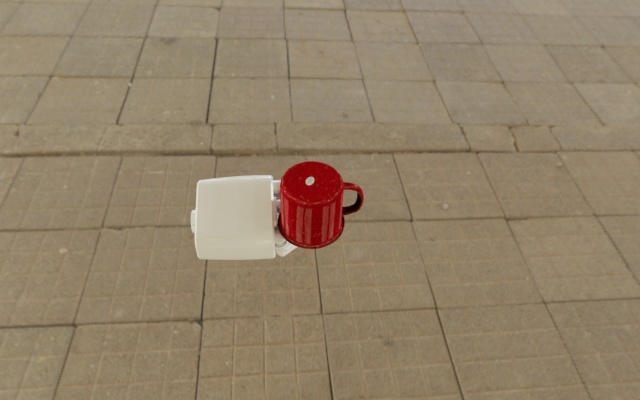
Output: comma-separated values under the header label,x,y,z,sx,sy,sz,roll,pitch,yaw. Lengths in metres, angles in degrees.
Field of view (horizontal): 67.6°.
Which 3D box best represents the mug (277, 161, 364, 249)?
label,x,y,z,sx,sy,sz,roll,pitch,yaw
mug,0.002,0.002,0.630,0.117,0.093,0.082,-5,-42,-7
